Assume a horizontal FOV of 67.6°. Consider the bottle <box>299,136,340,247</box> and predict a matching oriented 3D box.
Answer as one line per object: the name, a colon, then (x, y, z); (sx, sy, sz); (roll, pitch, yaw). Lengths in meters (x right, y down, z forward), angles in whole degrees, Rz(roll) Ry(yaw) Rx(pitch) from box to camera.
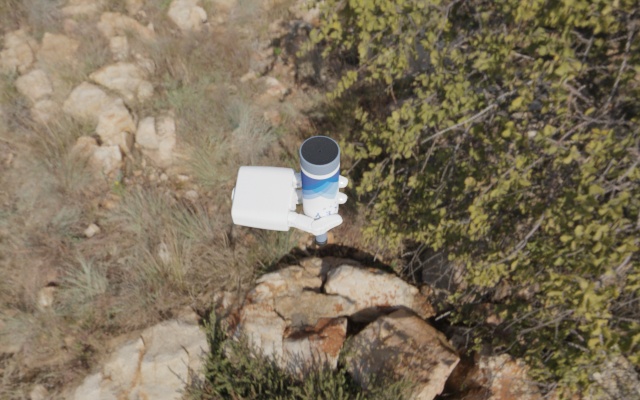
bottle: (0.000, 0.003, 0.899); (0.069, 0.069, 0.296); (0, -35, 1)
